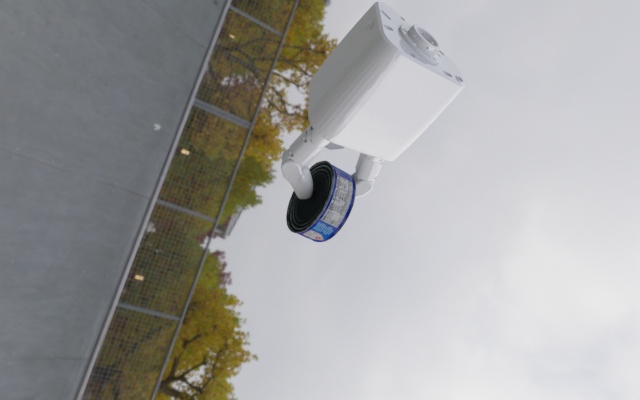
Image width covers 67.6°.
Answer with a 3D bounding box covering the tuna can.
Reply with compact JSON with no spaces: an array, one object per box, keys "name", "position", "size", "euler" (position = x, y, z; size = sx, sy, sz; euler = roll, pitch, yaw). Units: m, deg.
[{"name":"tuna can","position":[0.001,0.002,0.524],"size":[0.034,0.086,0.086],"euler":[27,-13,-27]}]
